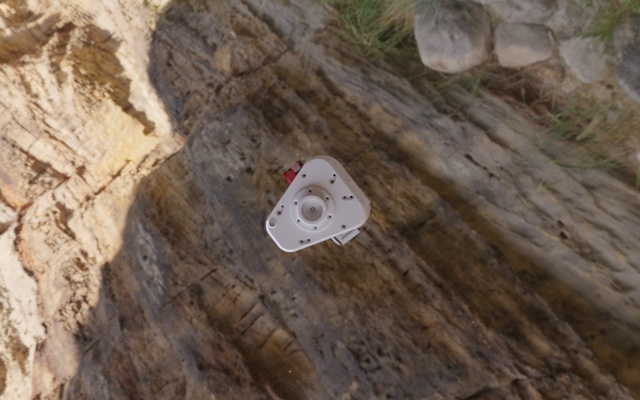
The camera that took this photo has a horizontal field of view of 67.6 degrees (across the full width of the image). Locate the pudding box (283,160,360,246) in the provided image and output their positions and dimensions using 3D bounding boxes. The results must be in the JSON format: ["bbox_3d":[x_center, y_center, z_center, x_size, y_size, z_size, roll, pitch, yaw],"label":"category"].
[{"bbox_3d":[0.000,0.002,0.690,0.039,0.113,0.090,-39,27,4],"label":"pudding box"}]
